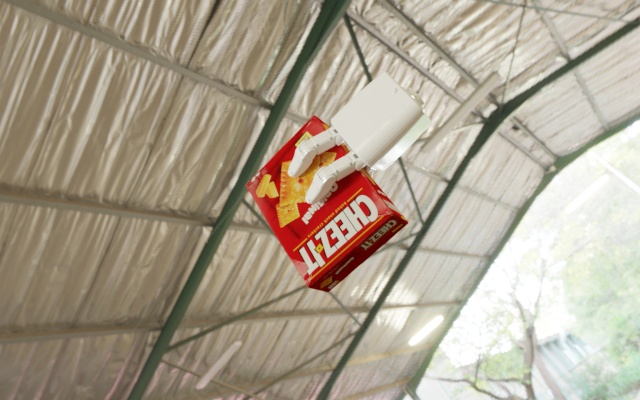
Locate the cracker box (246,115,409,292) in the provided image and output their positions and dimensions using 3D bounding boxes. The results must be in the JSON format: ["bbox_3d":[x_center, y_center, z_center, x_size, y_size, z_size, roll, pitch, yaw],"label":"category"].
[{"bbox_3d":[0.000,0.002,0.722,0.164,0.213,0.072,-43,-31,14],"label":"cracker box"}]
